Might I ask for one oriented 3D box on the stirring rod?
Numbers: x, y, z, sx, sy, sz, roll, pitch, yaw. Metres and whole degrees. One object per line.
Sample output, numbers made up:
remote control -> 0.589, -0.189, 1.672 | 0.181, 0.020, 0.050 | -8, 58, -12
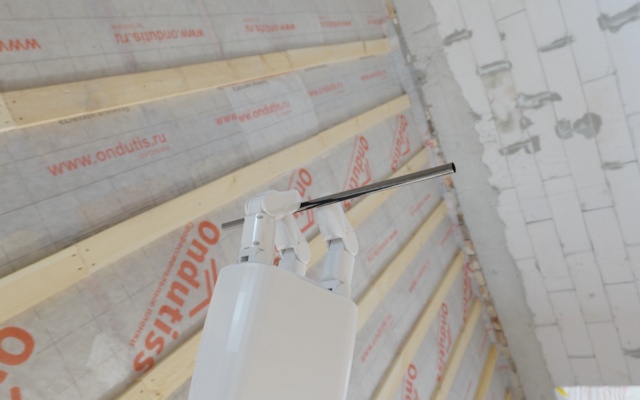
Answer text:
stirring rod -> 0.000, 0.001, 0.414 | 0.239, 0.011, 0.011 | -15, -8, 34
